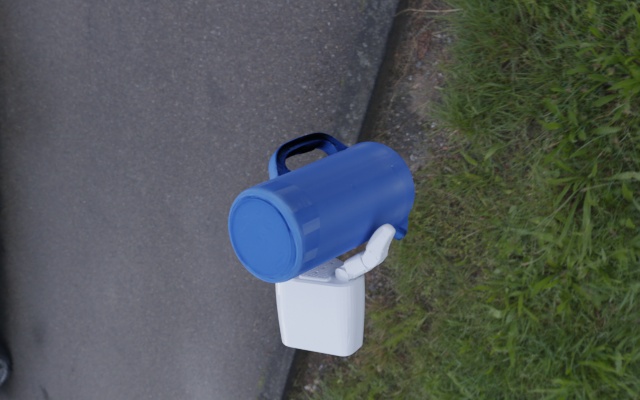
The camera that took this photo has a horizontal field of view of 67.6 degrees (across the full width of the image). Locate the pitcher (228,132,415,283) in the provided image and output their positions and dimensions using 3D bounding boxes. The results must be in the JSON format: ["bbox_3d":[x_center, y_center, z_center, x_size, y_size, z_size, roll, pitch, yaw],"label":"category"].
[{"bbox_3d":[0.000,0.002,0.597,0.149,0.145,0.243,11,21,34],"label":"pitcher"}]
